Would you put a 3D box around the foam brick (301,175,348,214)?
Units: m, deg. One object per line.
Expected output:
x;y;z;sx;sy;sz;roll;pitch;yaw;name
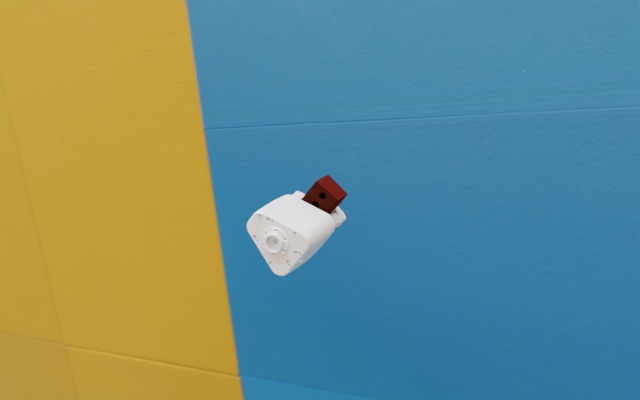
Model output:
0.000;0.003;0.853;0.053;0.078;0.051;43;26;8;foam brick
